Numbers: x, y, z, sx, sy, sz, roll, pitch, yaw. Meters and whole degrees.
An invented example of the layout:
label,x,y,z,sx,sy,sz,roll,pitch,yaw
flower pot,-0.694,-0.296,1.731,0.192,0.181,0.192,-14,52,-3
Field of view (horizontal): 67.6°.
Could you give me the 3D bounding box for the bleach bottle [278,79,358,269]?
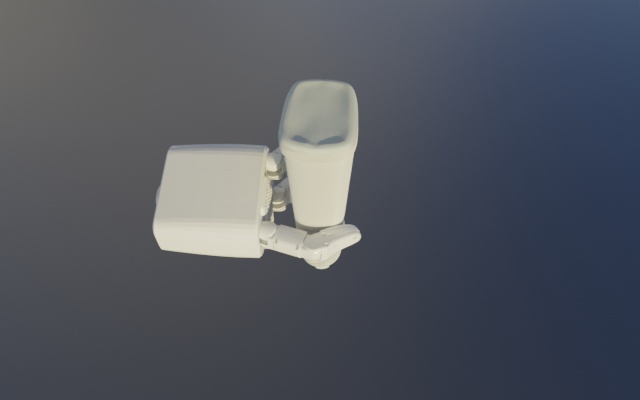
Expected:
label,x,y,z,sx,sy,sz,roll,pitch,yaw
bleach bottle,0.000,0.002,0.509,0.068,0.102,0.251,3,-40,3
